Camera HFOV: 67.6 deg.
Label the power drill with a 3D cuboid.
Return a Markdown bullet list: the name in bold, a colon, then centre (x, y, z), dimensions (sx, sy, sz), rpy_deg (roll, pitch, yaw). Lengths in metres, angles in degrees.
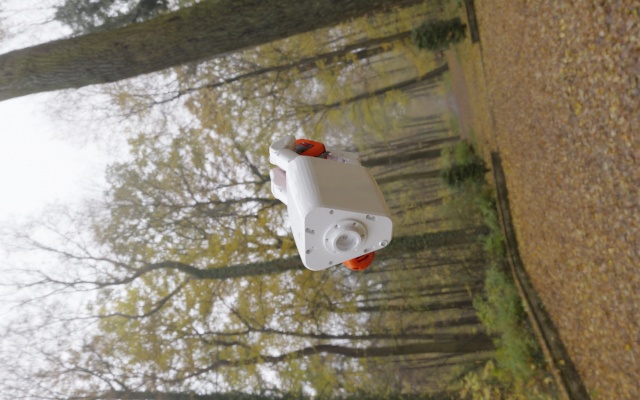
- **power drill**: centre (0.000, 0.002, 0.711), dimensions (0.057, 0.188, 0.184), rpy_deg (-32, 20, -13)
